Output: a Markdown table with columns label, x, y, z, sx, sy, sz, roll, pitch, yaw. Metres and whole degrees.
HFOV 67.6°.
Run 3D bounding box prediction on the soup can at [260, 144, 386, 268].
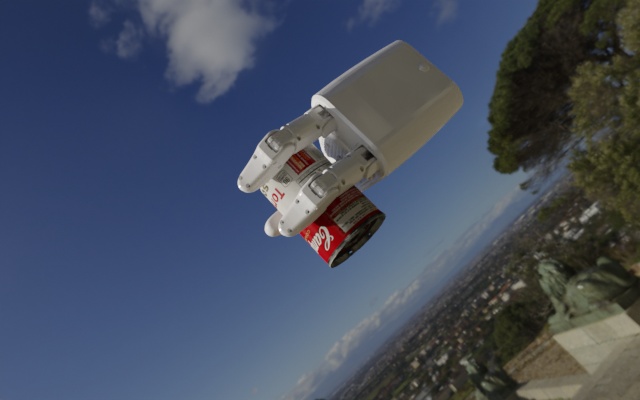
| label | x | y | z | sx | sy | sz | roll | pitch | yaw |
| --- | --- | --- | --- | --- | --- | --- | --- | --- | --- |
| soup can | -0.001 | 0.002 | 0.437 | 0.102 | 0.068 | 0.068 | 46 | 16 | 16 |
